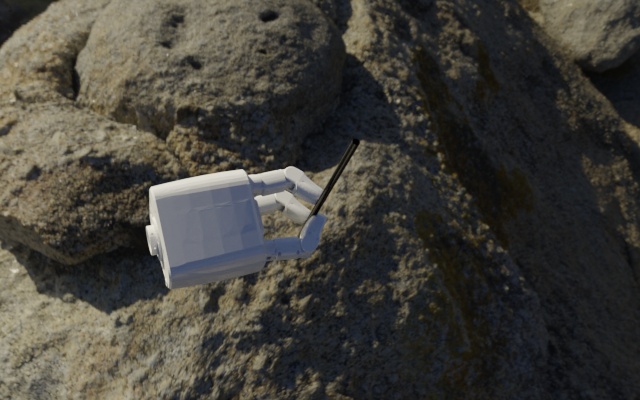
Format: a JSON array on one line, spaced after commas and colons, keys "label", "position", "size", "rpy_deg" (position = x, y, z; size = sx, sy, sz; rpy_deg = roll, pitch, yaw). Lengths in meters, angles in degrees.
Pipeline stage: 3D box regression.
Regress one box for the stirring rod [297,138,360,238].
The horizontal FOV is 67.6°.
[{"label": "stirring rod", "position": [0.000, 0.002, 0.560], "size": [0.011, 0.011, 0.240], "rpy_deg": [0, -29, -19]}]
